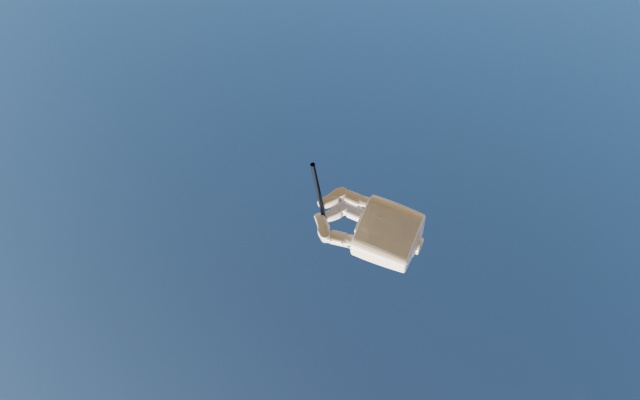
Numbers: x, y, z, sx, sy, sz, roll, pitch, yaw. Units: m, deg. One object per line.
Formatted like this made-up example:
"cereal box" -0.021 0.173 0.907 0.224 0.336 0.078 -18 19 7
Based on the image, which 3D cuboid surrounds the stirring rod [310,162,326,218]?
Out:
"stirring rod" 0.000 0.003 0.873 0.011 0.011 0.240 0 -30 7
